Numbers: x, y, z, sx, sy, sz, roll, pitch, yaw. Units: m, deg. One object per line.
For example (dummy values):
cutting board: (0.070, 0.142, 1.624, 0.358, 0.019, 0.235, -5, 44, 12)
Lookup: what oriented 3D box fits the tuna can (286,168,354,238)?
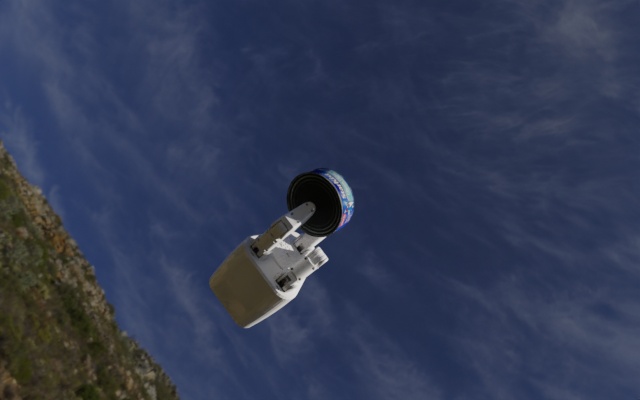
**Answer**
tuna can: (0.000, 0.002, 0.614, 0.086, 0.086, 0.033, 0, 15, 36)
